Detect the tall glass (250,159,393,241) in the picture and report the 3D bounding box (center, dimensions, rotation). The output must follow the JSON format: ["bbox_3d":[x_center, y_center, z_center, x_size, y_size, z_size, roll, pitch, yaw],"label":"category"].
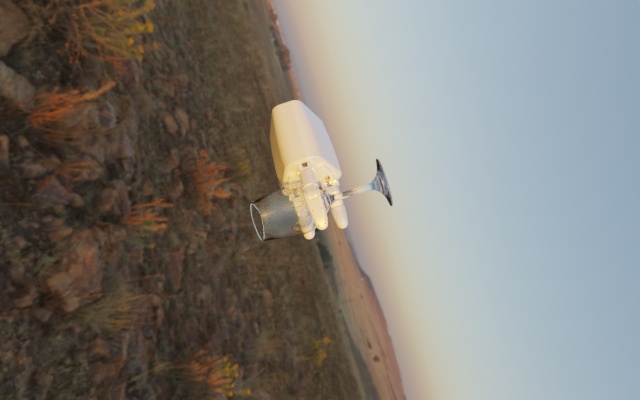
[{"bbox_3d":[0.001,0.002,0.710,0.201,0.079,0.079,-18,-1,2],"label":"tall glass"}]
